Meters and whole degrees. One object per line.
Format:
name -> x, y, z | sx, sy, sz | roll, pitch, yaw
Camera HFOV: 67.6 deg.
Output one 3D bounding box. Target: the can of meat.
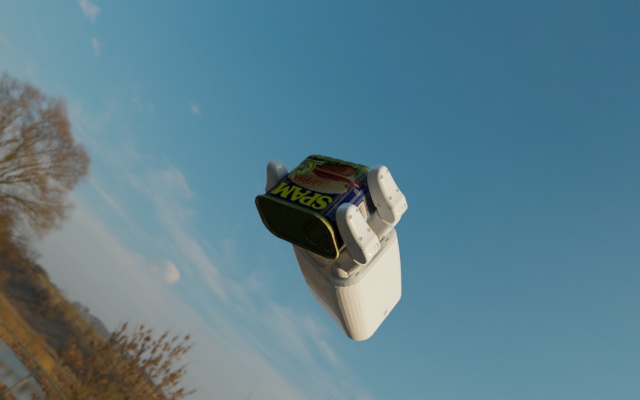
can of meat -> 0.000, 0.001, 0.483 | 0.102, 0.057, 0.084 | 18, 49, 38
